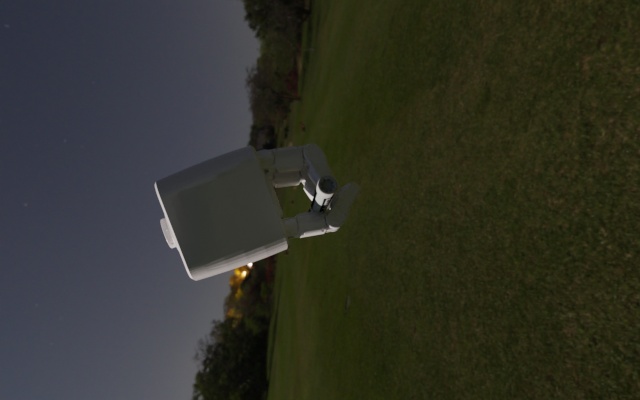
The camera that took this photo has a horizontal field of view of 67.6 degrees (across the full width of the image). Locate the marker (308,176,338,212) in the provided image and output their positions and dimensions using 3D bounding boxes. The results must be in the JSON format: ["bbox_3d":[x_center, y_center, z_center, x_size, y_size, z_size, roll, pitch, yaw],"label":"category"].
[{"bbox_3d":[0.000,0.002,0.501,0.020,0.020,0.121,0,-15,-7],"label":"marker"}]
